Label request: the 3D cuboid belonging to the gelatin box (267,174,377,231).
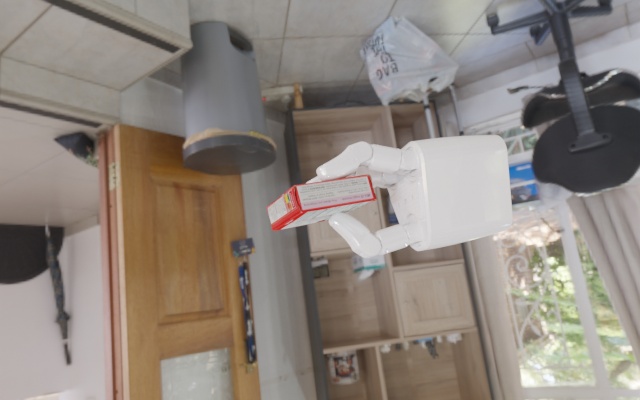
[{"bbox_3d":[0.000,0.002,0.482,0.089,0.030,0.073,-10,-11,-29],"label":"gelatin box"}]
